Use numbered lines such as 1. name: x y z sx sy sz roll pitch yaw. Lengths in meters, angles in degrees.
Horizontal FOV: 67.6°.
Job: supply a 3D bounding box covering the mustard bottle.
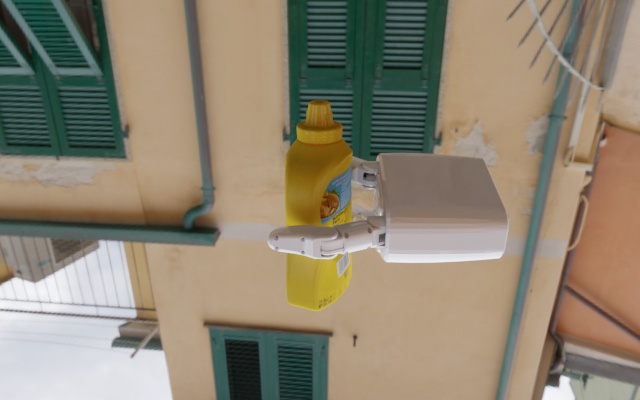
1. mustard bottle: 0.000 0.002 0.456 0.058 0.192 0.096 11 26 22
